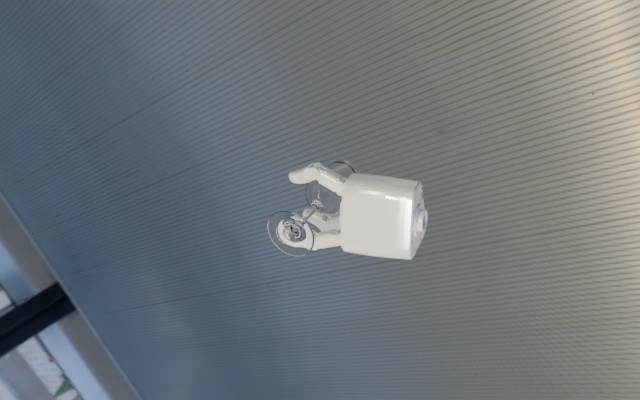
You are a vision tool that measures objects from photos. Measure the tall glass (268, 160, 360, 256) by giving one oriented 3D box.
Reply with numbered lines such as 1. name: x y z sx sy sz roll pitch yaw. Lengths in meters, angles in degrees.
1. tall glass: 0.000 0.003 0.747 0.079 0.079 0.201 0 27 28
